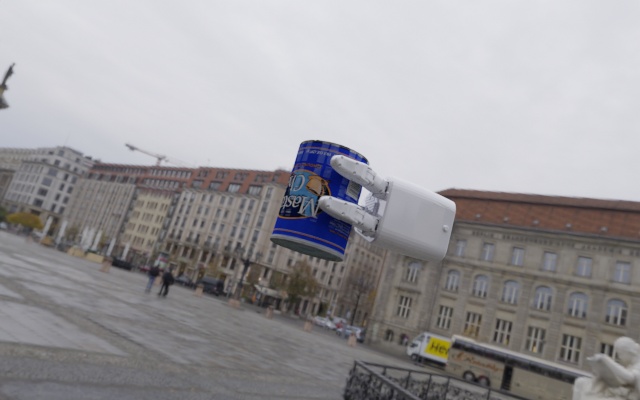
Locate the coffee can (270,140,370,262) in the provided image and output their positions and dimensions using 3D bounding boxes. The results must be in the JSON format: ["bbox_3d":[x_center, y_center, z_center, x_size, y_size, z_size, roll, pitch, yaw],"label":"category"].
[{"bbox_3d":[0.000,0.002,0.654,0.103,0.140,0.103,16,-13,4],"label":"coffee can"}]
